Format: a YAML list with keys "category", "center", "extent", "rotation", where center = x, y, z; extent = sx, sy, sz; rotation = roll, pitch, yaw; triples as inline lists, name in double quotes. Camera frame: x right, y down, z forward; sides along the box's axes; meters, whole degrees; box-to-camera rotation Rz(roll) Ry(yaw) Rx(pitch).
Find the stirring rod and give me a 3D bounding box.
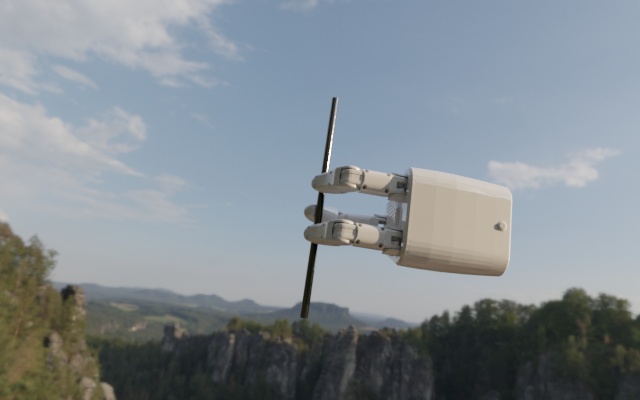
- category: "stirring rod"
  center: [0.000, 0.002, 0.504]
  extent: [0.011, 0.239, 0.011]
  rotation: [8, -14, 2]
